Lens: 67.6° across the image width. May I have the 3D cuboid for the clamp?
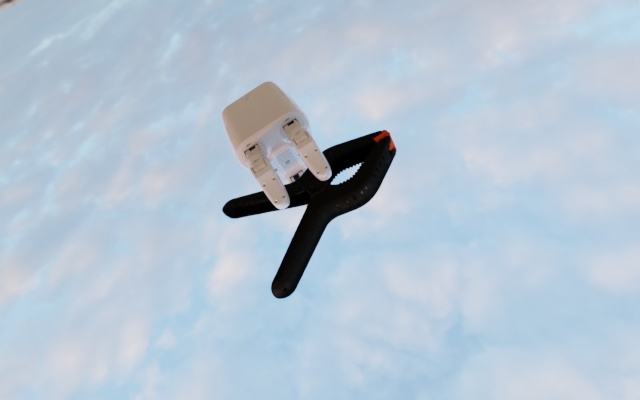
[{"bbox_3d":[0.001,0.002,0.518,0.210,0.036,0.164,-33,44,0],"label":"clamp"}]
